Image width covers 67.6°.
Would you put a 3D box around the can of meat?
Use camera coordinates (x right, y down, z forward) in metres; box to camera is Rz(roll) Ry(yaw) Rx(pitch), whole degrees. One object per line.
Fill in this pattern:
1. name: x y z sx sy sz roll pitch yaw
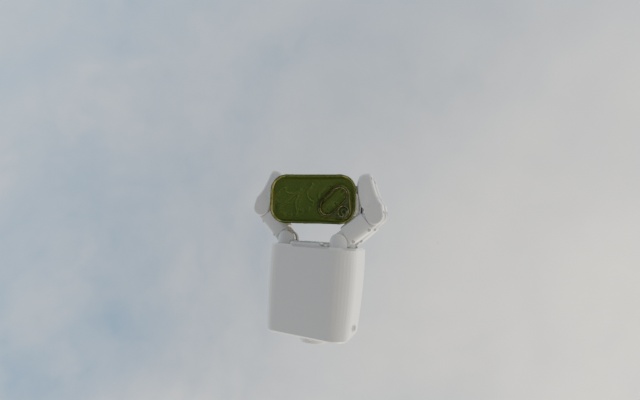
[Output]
1. can of meat: 0.000 0.002 0.586 0.102 0.057 0.084 1 -5 14
